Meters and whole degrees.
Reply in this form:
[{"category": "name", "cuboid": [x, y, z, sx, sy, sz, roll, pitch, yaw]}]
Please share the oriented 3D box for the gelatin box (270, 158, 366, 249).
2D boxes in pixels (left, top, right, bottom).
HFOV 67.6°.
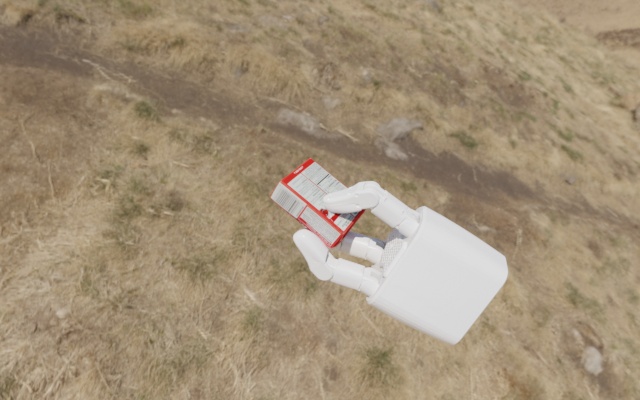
[{"category": "gelatin box", "cuboid": [0.000, 0.001, 0.521, 0.089, 0.030, 0.073, 40, 36, 4]}]
